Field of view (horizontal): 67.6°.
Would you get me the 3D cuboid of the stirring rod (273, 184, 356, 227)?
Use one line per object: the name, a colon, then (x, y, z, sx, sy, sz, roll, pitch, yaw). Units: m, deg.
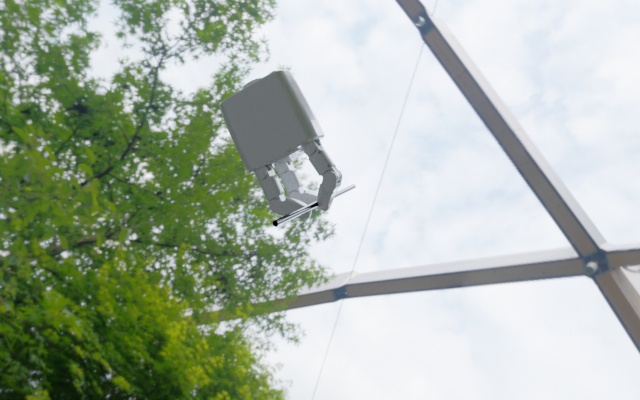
stirring rod: (0.000, 0.002, 0.672, 0.011, 0.011, 0.239, 0, 12, 27)
